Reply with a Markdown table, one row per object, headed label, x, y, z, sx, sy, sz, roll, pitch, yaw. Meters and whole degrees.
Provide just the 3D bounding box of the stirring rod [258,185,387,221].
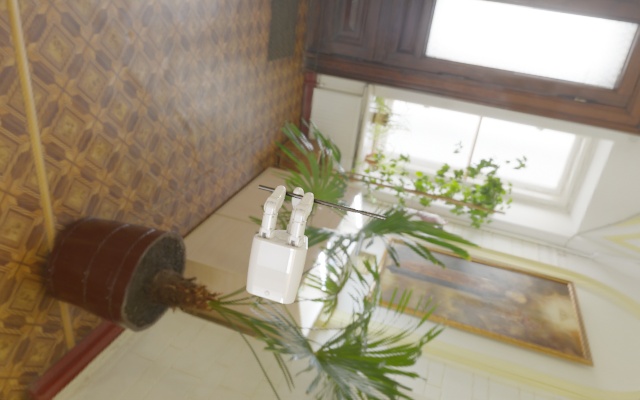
| label | x | y | z | sx | sy | sz | roll | pitch | yaw |
| --- | --- | --- | --- | --- | --- | --- | --- | --- | --- |
| stirring rod | 0.000 | 0.003 | 0.855 | 0.239 | 0.011 | 0.011 | 14 | 3 | 13 |
